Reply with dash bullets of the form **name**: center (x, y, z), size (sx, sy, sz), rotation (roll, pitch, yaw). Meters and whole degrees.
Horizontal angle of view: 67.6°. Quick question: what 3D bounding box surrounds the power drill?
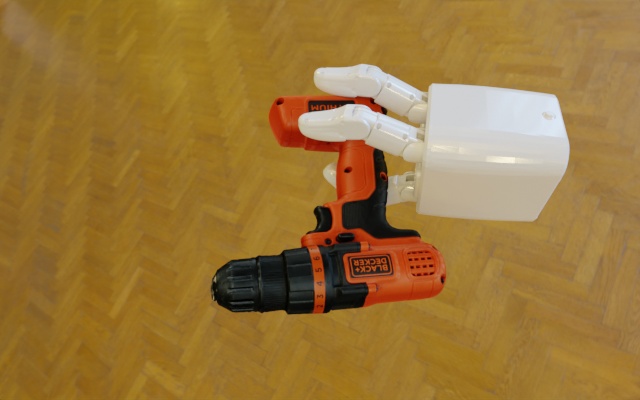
- **power drill**: center (0.000, 0.001, 0.404), size (0.184, 0.187, 0.057), rotation (-2, -25, -12)
